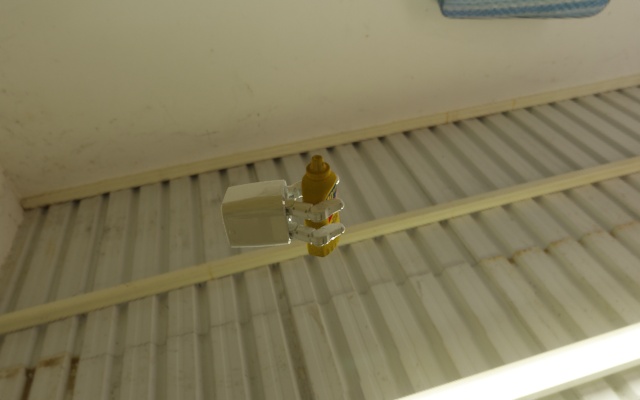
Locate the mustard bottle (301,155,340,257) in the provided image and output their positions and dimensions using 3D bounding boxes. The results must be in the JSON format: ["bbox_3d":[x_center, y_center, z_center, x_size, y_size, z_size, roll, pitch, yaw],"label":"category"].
[{"bbox_3d":[0.000,0.003,0.841,0.058,0.192,0.096,10,42,18],"label":"mustard bottle"}]
